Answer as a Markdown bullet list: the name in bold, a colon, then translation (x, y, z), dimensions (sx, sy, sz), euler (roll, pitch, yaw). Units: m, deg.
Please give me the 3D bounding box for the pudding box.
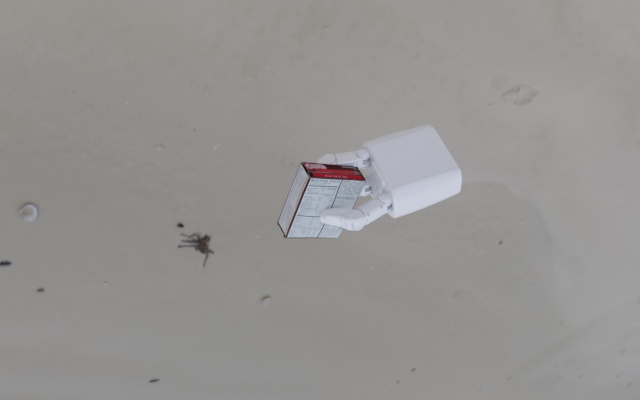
- **pudding box**: translation (0.000, 0.002, 0.665), dimensions (0.090, 0.113, 0.039), euler (3, 37, -29)
